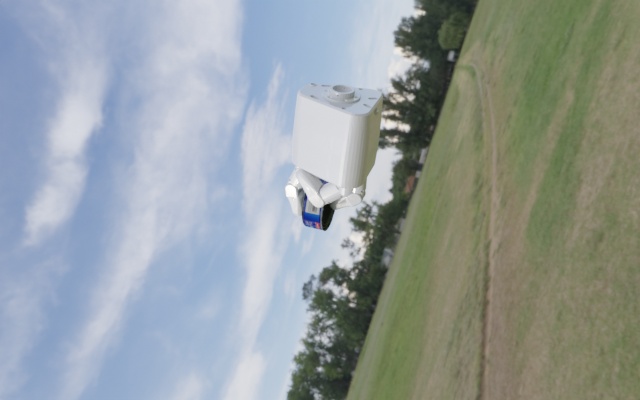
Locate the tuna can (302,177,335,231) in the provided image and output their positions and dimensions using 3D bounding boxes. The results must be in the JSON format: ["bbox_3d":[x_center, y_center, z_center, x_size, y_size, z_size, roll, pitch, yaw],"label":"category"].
[{"bbox_3d":[0.000,0.002,0.742,0.034,0.086,0.086,12,3,14],"label":"tuna can"}]
